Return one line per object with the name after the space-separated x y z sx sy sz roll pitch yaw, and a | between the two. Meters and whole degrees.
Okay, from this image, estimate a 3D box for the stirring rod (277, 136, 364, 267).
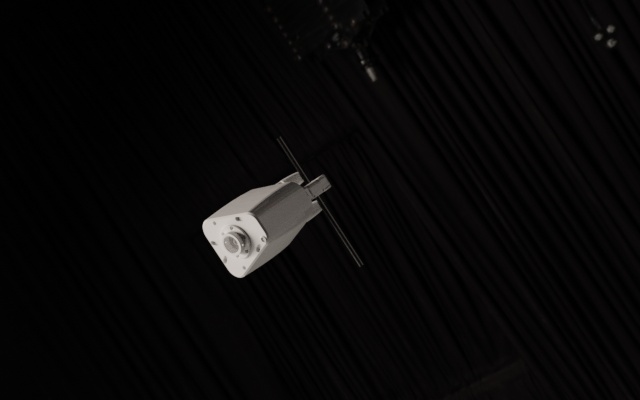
0.000 0.003 0.753 0.011 0.239 0.011 -33 3 2 | stirring rod
